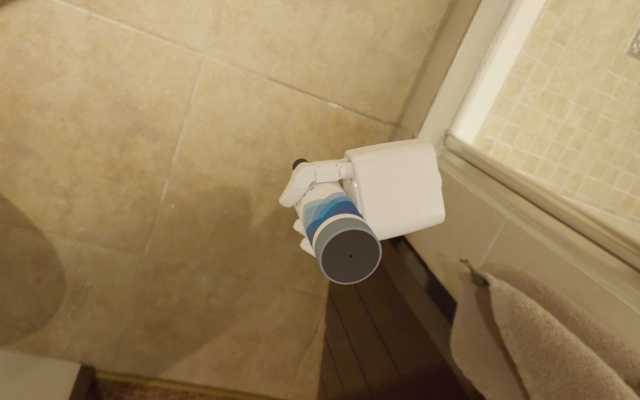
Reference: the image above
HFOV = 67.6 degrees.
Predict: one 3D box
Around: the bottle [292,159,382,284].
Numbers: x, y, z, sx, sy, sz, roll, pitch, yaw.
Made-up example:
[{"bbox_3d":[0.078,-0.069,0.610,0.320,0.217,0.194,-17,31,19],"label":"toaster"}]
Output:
[{"bbox_3d":[0.000,0.002,0.619,0.069,0.069,0.295,0,22,-13],"label":"bottle"}]
